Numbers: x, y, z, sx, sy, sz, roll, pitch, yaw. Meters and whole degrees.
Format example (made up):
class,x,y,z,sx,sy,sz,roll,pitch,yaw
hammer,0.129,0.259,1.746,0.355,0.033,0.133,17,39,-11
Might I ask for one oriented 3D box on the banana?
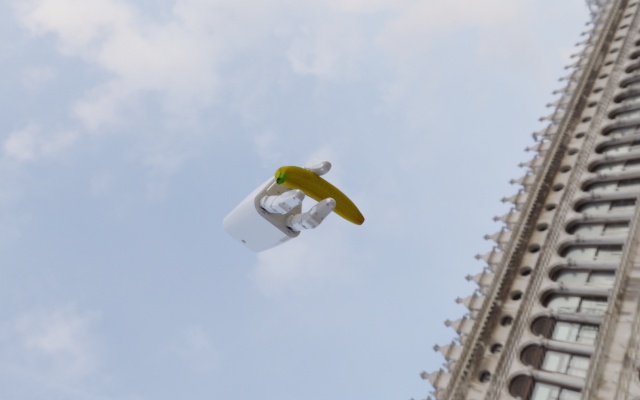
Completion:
class,x,y,z,sx,sy,sz,roll,pitch,yaw
banana,-0.007,-0.012,0.765,0.198,0.069,0.037,25,-56,-39
